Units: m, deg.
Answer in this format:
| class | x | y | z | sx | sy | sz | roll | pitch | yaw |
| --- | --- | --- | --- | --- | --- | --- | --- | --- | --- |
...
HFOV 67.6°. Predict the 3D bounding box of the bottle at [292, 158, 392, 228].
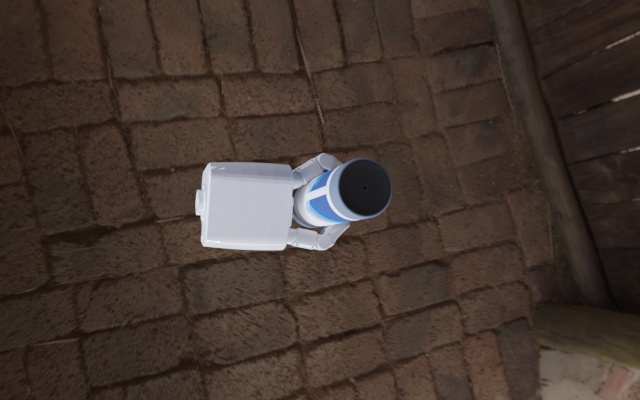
| class | x | y | z | sx | sy | sz | roll | pitch | yaw |
| --- | --- | --- | --- | --- | --- | --- | --- | --- | --- |
| bottle | 0.000 | 0.002 | 0.654 | 0.069 | 0.069 | 0.296 | 0 | -6 | -19 |
